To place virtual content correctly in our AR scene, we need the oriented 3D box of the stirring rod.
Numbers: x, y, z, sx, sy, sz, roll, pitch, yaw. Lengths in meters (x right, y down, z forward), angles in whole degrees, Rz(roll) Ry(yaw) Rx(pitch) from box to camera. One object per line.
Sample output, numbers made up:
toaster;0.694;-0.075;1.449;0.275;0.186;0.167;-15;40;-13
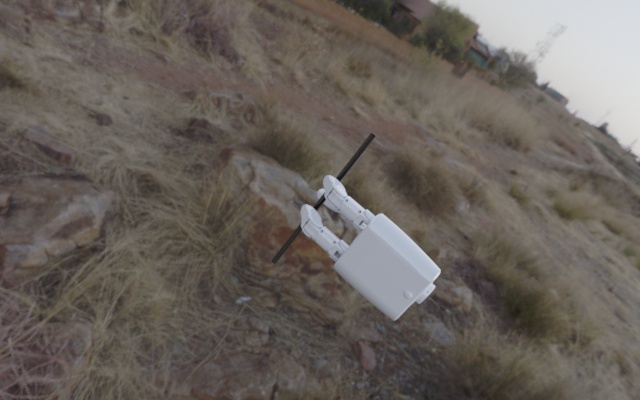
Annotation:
stirring rod;0.000;0.002;0.674;0.011;0.239;0.011;33;20;-13
